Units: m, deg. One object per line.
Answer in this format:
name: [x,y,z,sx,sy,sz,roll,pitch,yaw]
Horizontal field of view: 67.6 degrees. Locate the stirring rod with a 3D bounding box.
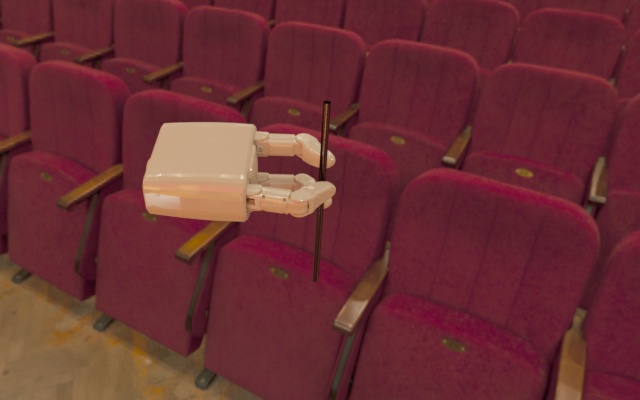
stirring rod: [0.000,0.002,0.543,0.011,0.240,0.011,3,34,-2]
